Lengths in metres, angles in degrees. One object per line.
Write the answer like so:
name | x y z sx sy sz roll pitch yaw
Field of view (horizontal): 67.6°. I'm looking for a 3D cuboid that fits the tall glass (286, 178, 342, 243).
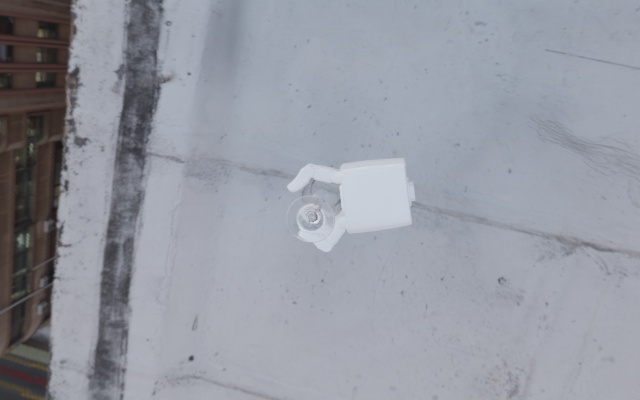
tall glass | 0.000 0.003 0.811 0.079 0.079 0.201 0 15 9
